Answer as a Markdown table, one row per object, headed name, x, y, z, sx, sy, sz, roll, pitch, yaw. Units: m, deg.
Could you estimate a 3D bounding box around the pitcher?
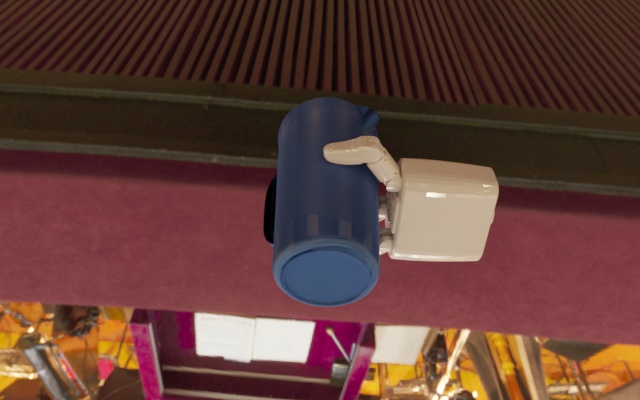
| name | x | y | z | sx | sy | sz | roll | pitch | yaw |
| --- | --- | --- | --- | --- | --- | --- | --- | --- | --- |
| pitcher | 0.000 | 0.002 | 0.563 | 0.145 | 0.149 | 0.242 | 4 | 42 | -2 |
